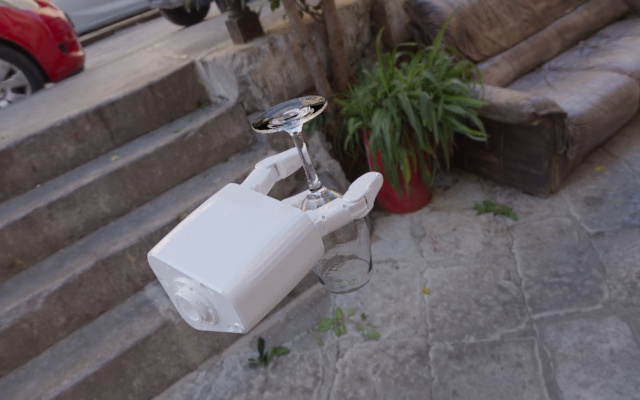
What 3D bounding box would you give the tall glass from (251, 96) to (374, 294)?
[{"bbox_3d":[0.000,0.001,0.488,0.079,0.201,0.079,-15,29,9],"label":"tall glass"}]
